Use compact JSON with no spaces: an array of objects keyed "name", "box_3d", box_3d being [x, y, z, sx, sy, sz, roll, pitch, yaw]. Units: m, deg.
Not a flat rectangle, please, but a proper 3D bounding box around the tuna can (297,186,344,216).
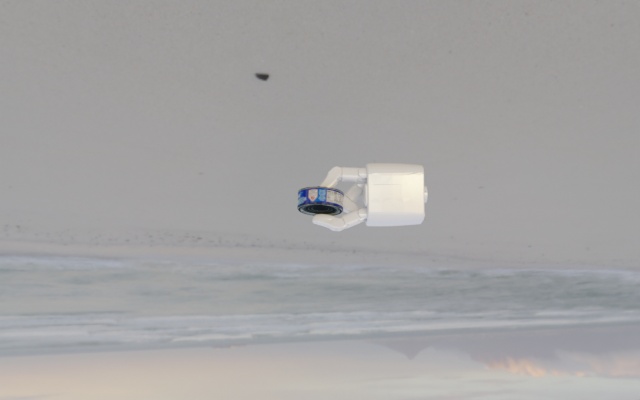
[{"name":"tuna can","box_3d":[0.000,0.003,0.877,0.086,0.033,0.086,3,-16,1]}]
